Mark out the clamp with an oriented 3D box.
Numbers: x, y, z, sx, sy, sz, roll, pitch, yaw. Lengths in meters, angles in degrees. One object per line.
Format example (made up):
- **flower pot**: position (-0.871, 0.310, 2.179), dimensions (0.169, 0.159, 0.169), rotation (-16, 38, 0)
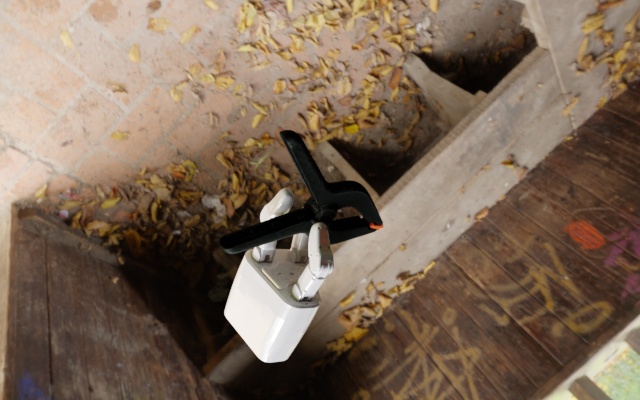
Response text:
- **clamp**: position (0.001, 0.003, 0.572), dimensions (0.210, 0.165, 0.036), rotation (7, 34, -35)
